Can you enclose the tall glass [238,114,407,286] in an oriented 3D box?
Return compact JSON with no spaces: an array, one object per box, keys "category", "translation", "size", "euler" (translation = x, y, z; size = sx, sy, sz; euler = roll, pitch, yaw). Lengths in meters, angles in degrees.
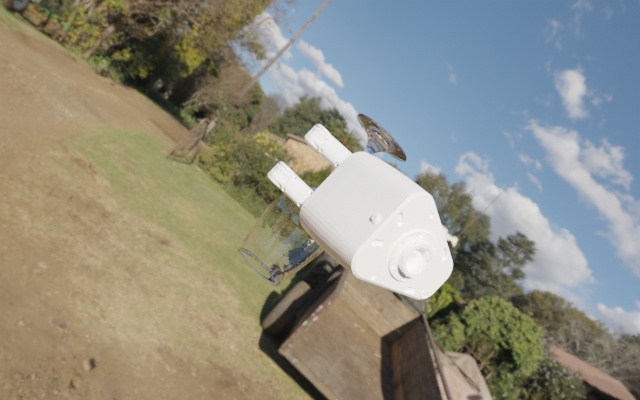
[{"category":"tall glass","translation":[0.001,0.001,0.529],"size":[0.079,0.201,0.079],"euler":[44,-1,1]}]
